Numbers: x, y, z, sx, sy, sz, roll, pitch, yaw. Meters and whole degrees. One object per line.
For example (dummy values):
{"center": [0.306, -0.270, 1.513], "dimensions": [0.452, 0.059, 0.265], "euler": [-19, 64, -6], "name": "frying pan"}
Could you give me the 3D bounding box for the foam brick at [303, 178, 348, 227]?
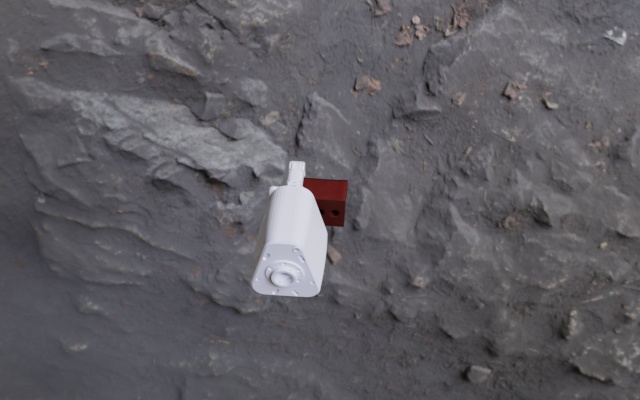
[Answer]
{"center": [0.000, 0.002, 0.711], "dimensions": [0.078, 0.053, 0.051], "euler": [3, 39, 2], "name": "foam brick"}
